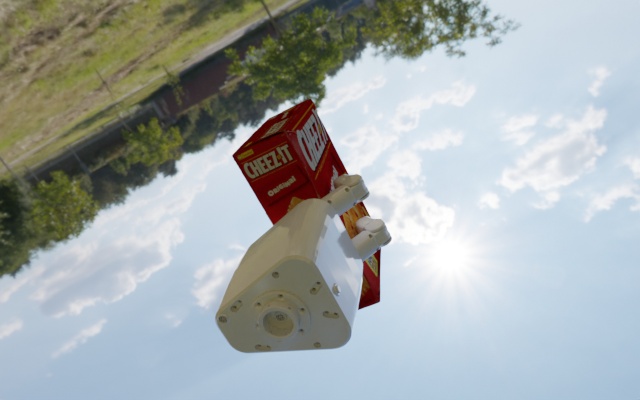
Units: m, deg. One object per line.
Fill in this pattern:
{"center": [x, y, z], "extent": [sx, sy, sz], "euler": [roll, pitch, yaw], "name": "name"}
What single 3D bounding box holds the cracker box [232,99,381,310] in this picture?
{"center": [0.000, 0.002, 0.561], "extent": [0.072, 0.214, 0.164], "euler": [-23, 18, 16], "name": "cracker box"}
